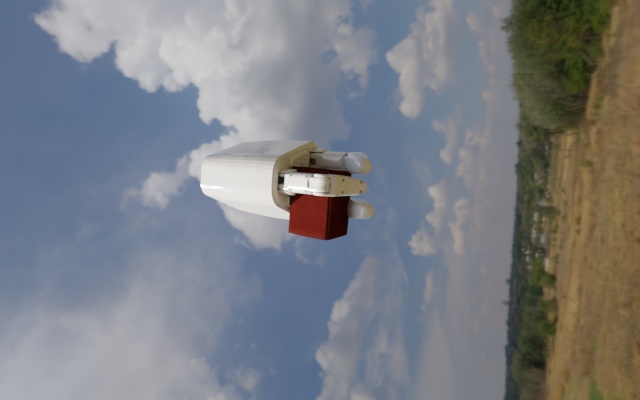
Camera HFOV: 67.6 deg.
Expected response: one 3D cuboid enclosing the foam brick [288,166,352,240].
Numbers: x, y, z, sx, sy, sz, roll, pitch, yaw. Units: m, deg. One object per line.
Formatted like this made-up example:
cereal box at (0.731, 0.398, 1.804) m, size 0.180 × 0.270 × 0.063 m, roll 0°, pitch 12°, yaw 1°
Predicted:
foam brick at (0.000, 0.002, 0.545) m, size 0.051 × 0.078 × 0.053 m, roll 6°, pitch 4°, yaw 28°
